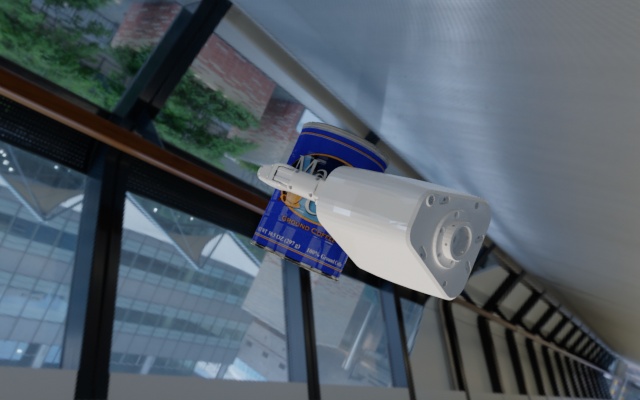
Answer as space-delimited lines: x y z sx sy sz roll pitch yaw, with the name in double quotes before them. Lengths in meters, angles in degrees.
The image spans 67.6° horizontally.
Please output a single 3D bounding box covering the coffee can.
"coffee can" 0.000 0.001 0.512 0.103 0.140 0.103 24 -6 3
